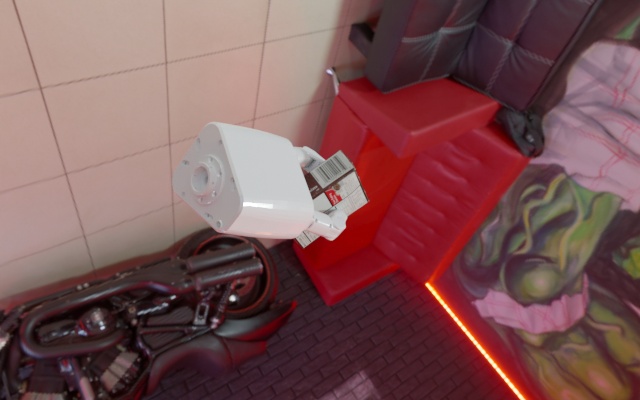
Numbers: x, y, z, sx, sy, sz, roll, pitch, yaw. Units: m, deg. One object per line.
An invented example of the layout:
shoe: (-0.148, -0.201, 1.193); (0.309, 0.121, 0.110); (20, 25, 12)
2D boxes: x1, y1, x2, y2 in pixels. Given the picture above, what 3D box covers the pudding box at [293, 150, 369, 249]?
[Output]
pudding box: (0.000, 0.002, 0.601); (0.113, 0.039, 0.090); (-34, -31, -2)
